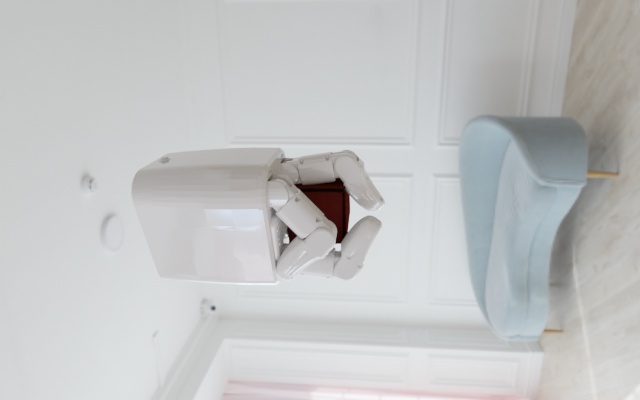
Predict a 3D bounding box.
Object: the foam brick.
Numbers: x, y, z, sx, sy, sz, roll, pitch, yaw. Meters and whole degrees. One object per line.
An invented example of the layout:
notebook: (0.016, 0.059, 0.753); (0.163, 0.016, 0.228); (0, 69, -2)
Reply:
foam brick: (0.000, 0.001, 0.442); (0.051, 0.053, 0.078); (-1, 19, 6)
